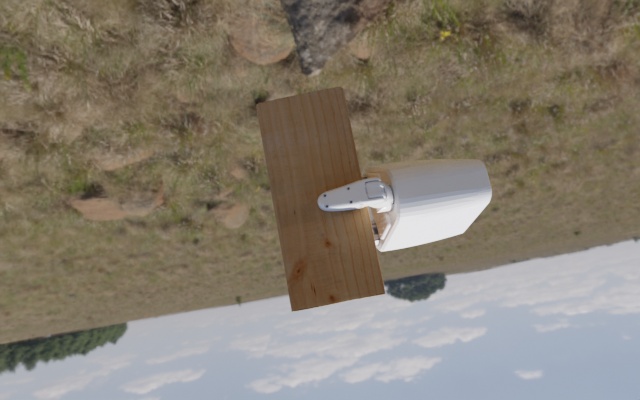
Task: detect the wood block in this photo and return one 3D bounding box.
[{"bbox_3d":[0.000,0.002,0.496,0.090,0.206,0.091,-11,-10,1],"label":"wood block"}]
